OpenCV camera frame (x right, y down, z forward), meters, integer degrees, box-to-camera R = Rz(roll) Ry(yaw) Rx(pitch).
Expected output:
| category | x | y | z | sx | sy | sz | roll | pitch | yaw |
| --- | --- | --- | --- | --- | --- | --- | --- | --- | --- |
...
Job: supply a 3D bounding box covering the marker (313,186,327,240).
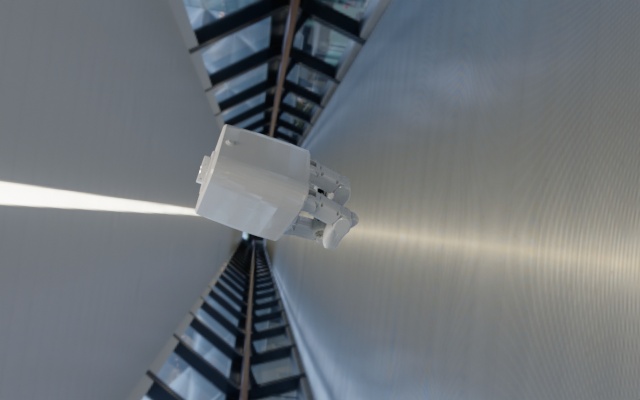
| category | x | y | z | sx | sy | sz | roll | pitch | yaw |
| --- | --- | --- | --- | --- | --- | --- | --- | --- | --- |
| marker | 0.000 | 0.002 | 0.621 | 0.020 | 0.020 | 0.121 | 0 | 41 | 0 |
